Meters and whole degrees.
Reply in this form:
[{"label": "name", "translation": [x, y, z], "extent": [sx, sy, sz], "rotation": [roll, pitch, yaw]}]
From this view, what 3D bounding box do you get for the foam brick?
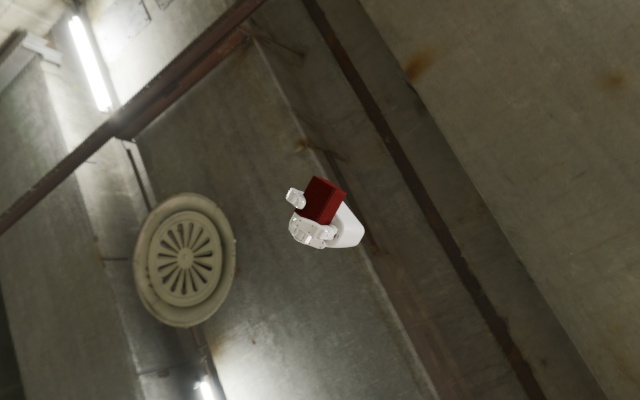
[{"label": "foam brick", "translation": [0.000, 0.003, 0.857], "extent": [0.053, 0.078, 0.051], "rotation": [35, 11, 28]}]
